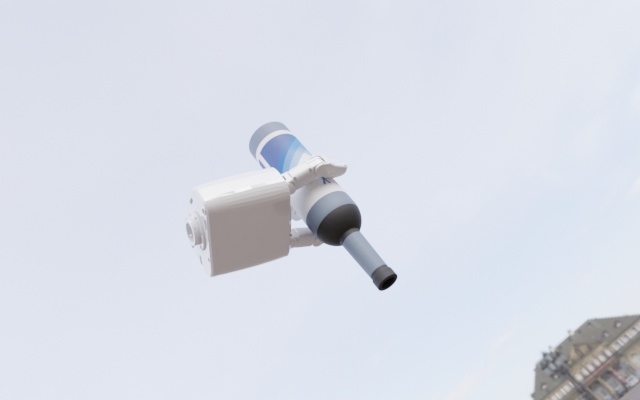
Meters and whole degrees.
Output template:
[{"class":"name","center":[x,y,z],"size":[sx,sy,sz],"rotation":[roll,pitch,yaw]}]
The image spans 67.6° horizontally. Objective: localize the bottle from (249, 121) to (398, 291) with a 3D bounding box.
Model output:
[{"class":"bottle","center":[0.000,0.002,0.628],"size":[0.069,0.069,0.295],"rotation":[0,39,-42]}]
